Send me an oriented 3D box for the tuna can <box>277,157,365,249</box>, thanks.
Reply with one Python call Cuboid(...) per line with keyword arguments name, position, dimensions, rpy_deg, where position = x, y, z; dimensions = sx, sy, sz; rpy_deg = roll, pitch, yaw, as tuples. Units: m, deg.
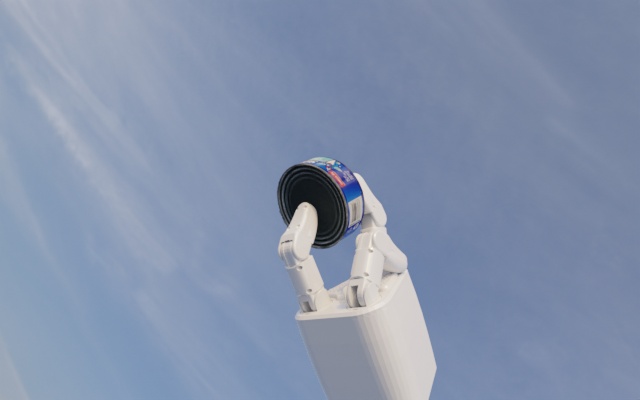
Cuboid(name="tuna can", position=(0.000, 0.001, 0.465), dimensions=(0.086, 0.086, 0.033), rpy_deg=(0, 18, 40))
